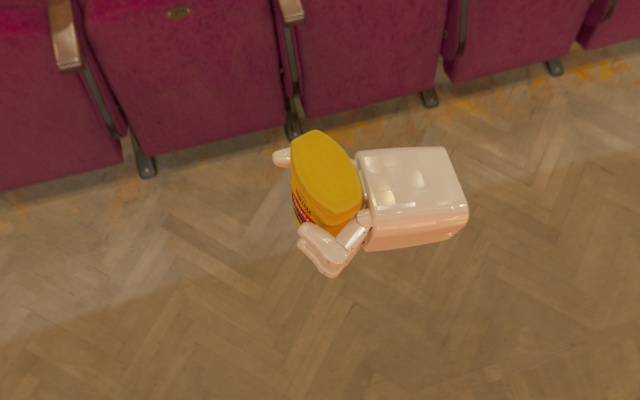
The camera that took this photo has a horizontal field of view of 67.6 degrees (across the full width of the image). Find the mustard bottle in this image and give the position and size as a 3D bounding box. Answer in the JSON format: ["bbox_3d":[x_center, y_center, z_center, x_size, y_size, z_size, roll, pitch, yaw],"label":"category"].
[{"bbox_3d":[0.000,0.002,0.560,0.058,0.096,0.192,-29,-16,-13],"label":"mustard bottle"}]
